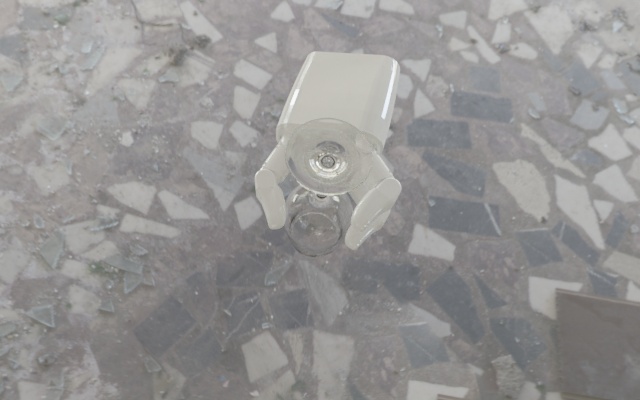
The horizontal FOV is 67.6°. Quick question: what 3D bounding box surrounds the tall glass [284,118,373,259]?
[{"bbox_3d":[0.000,0.001,0.490,0.079,0.079,0.201,0,-24,-5],"label":"tall glass"}]
